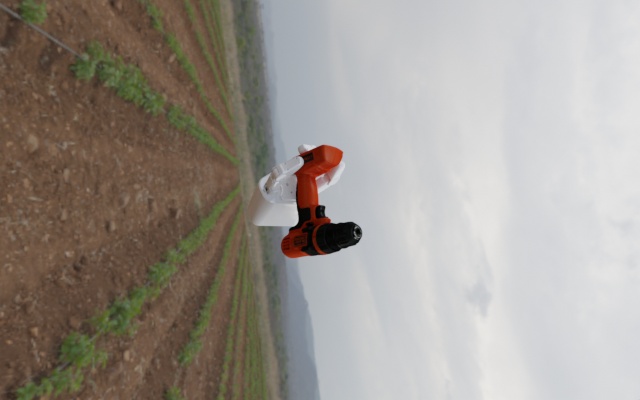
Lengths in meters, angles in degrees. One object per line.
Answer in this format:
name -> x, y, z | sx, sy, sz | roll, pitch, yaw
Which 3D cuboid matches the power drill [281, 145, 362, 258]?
power drill -> 0.000, 0.002, 0.828 | 0.057, 0.187, 0.184 | 17, -23, -40
